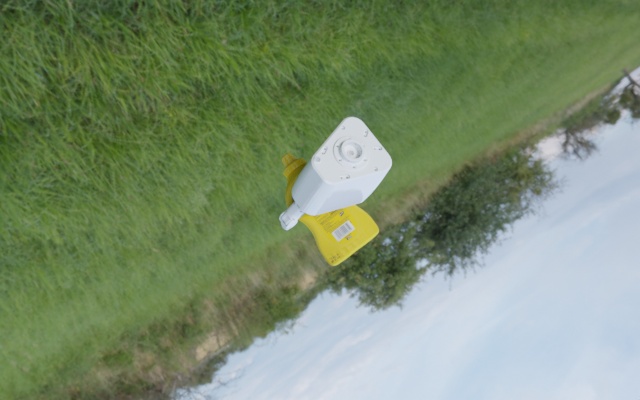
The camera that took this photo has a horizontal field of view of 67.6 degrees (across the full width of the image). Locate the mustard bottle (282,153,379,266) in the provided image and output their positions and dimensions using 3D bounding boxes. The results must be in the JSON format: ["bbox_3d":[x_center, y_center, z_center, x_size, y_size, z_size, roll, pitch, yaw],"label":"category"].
[{"bbox_3d":[0.000,0.003,0.762,0.096,0.191,0.058,-37,-8,-2],"label":"mustard bottle"}]
